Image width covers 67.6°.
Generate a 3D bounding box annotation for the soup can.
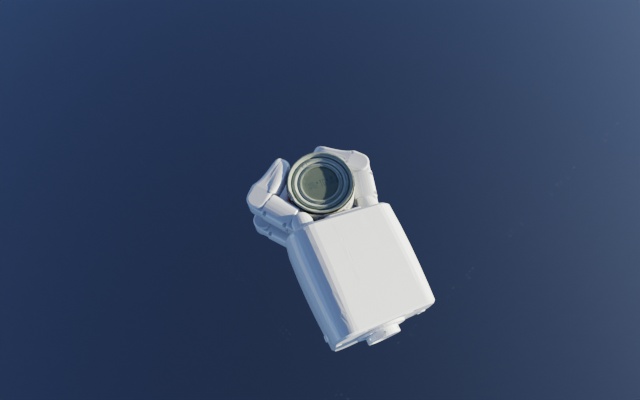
[{"bbox_3d":[0.000,0.001,0.500,0.068,0.068,0.102,0,-22,1],"label":"soup can"}]
